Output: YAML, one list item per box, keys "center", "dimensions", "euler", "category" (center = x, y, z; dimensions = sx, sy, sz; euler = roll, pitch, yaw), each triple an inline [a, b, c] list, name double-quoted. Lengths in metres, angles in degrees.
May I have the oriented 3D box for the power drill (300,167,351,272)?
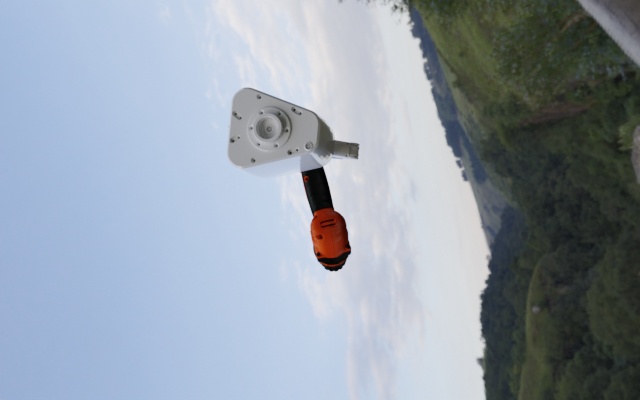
- center: [0.000, 0.002, 0.693]
  dimensions: [0.057, 0.187, 0.184]
  euler: [-15, -22, -4]
  category: "power drill"
